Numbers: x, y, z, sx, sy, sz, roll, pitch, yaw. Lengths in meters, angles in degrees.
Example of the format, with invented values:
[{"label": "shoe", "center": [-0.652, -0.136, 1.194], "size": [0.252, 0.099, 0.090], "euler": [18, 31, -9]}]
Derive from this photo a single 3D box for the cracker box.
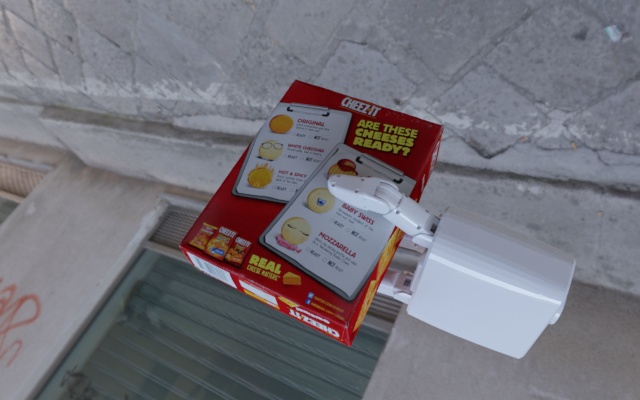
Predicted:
[{"label": "cracker box", "center": [0.000, 0.002, 0.454], "size": [0.164, 0.213, 0.072], "euler": [22, -26, 17]}]
